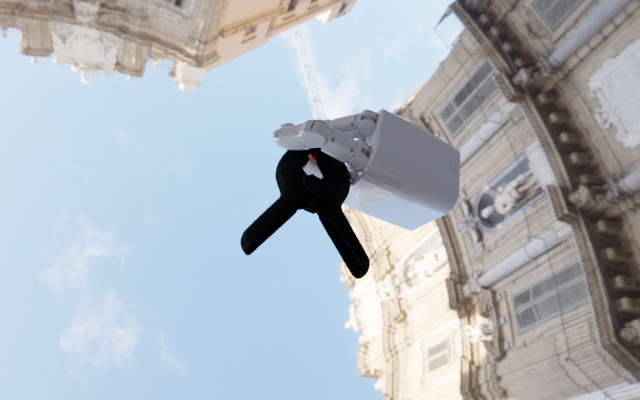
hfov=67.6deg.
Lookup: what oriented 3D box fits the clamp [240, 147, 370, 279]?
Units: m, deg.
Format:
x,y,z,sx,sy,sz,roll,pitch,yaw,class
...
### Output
x,y,z,sx,sy,sz,roll,pitch,yaw,class
0.000,0.002,0.478,0.120,0.171,0.039,24,-40,-10,clamp
